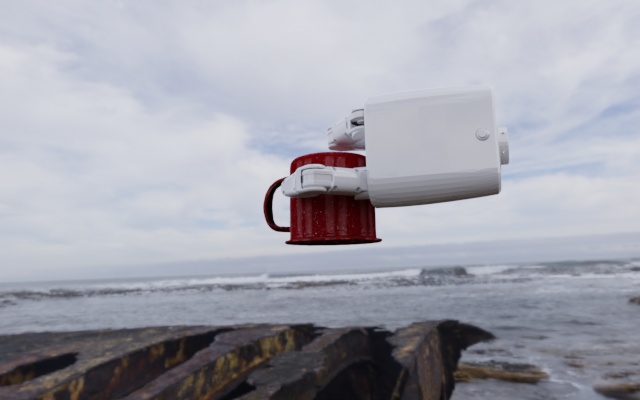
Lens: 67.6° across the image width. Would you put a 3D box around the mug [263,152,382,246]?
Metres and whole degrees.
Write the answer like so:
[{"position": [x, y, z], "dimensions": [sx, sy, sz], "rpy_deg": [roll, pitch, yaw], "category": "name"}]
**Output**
[{"position": [-0.001, 0.001, 0.466], "dimensions": [0.117, 0.081, 0.093], "rpy_deg": [-4, -8, 18], "category": "mug"}]
